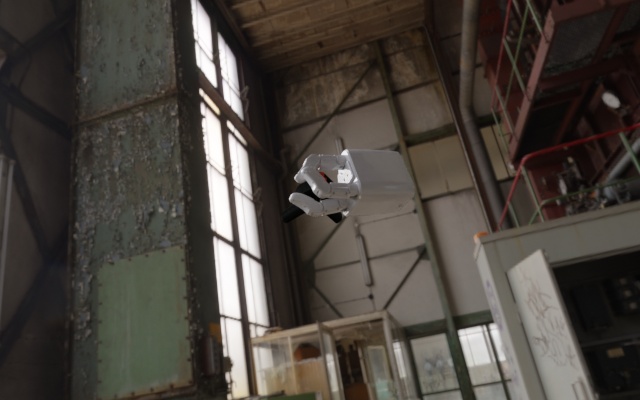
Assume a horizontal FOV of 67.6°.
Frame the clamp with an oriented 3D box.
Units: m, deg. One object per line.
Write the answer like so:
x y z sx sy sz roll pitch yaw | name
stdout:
0.000 0.002 0.885 0.120 0.039 0.171 -1 -24 -18 | clamp
